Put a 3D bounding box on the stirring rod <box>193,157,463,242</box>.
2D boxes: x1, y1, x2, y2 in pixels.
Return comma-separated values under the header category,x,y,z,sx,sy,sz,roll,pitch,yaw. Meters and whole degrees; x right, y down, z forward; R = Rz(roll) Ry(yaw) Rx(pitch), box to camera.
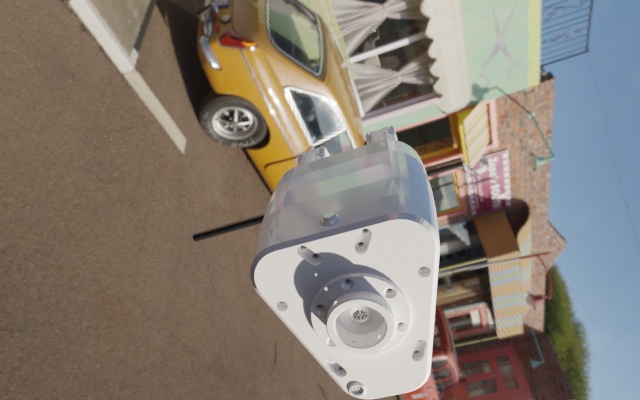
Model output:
category,x,y,z,sx,sy,sz,roll,pitch,yaw
stirring rod,0.000,0.001,0.407,0.239,0.011,0.011,-16,-3,11
